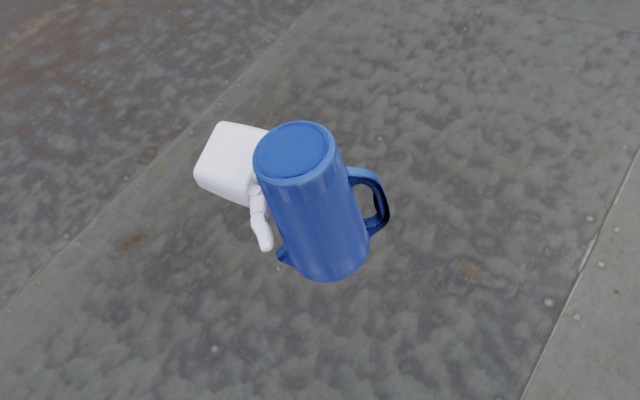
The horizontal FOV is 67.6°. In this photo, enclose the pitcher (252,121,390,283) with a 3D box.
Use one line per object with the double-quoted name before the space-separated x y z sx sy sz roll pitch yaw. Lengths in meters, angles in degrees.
"pitcher" 0.000 0.002 0.678 0.145 0.149 0.243 21 -27 26
